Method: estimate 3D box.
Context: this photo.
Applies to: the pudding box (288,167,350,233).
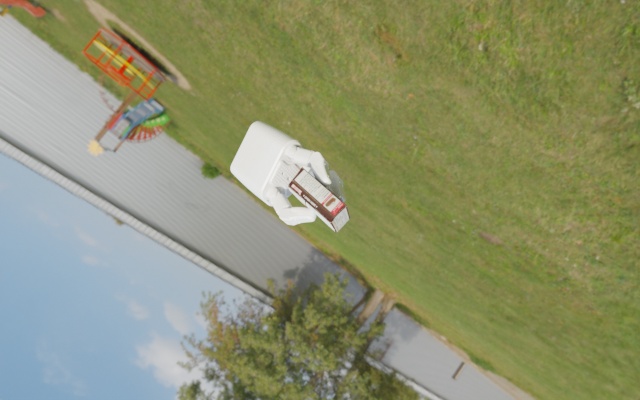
[{"bbox_3d":[0.000,0.003,0.738,0.090,0.039,0.113,40,-3,12],"label":"pudding box"}]
